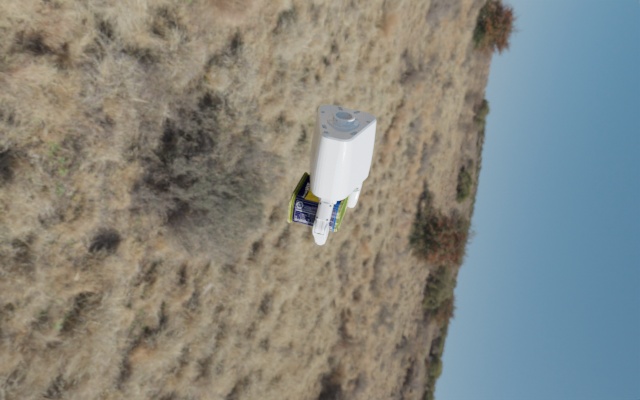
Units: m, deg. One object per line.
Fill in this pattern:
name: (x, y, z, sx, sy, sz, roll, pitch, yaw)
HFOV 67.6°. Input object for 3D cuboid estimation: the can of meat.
can of meat: (0.000, 0.003, 0.800, 0.084, 0.057, 0.102, 13, 34, 8)
